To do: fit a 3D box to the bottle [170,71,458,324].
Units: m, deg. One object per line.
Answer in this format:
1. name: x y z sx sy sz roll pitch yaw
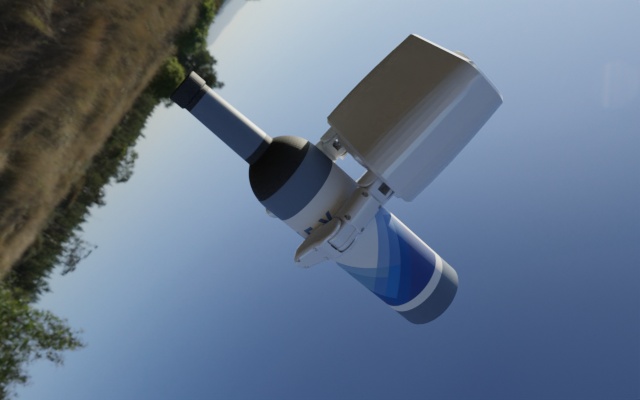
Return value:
1. bottle: 0.000 0.002 0.411 0.296 0.069 0.069 40 -16 -20
